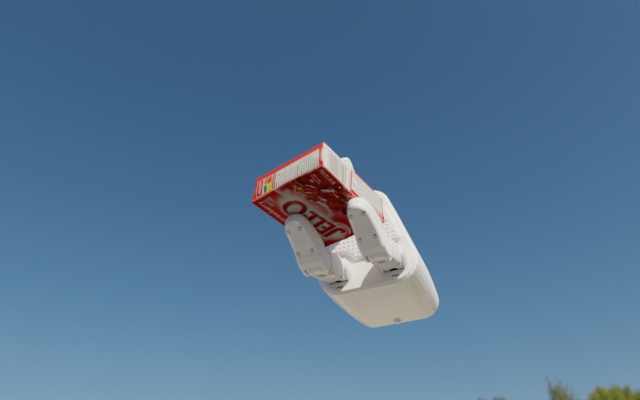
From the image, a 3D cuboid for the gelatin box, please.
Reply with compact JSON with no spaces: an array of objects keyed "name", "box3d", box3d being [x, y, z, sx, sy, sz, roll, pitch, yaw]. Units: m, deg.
[{"name":"gelatin box","box3d":[0.000,0.001,0.401,0.073,0.030,0.089,-25,-47,29]}]
